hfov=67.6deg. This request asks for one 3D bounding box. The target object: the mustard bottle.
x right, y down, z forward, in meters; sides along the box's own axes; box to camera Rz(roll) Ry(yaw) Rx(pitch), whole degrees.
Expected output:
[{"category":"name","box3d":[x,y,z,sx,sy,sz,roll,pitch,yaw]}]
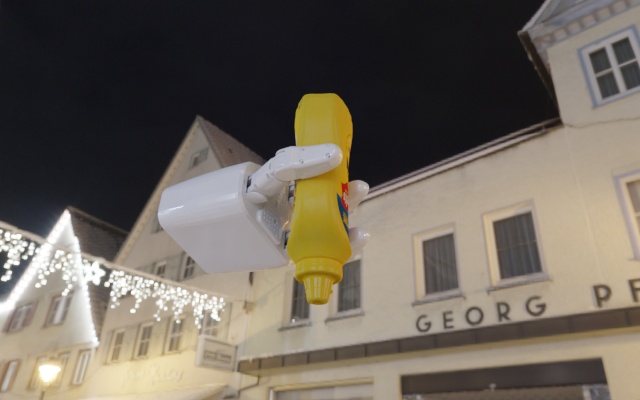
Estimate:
[{"category":"mustard bottle","box3d":[0.000,0.001,0.445,0.058,0.191,0.096,0,-29,4]}]
